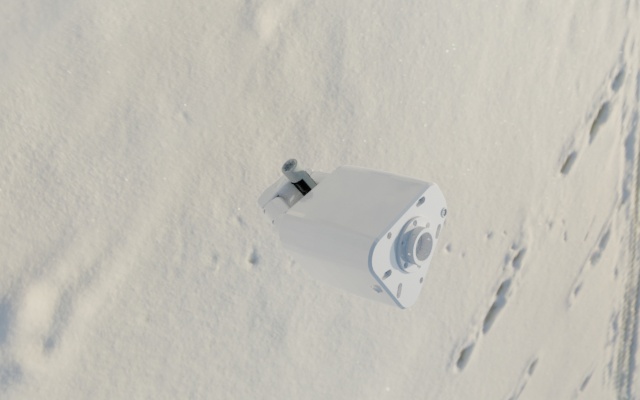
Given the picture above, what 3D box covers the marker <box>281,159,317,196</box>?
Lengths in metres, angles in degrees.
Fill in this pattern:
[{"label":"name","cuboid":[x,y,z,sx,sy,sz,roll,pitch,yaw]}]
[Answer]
[{"label":"marker","cuboid":[0.000,0.002,0.496,0.020,0.020,0.121,0,-36,38]}]
